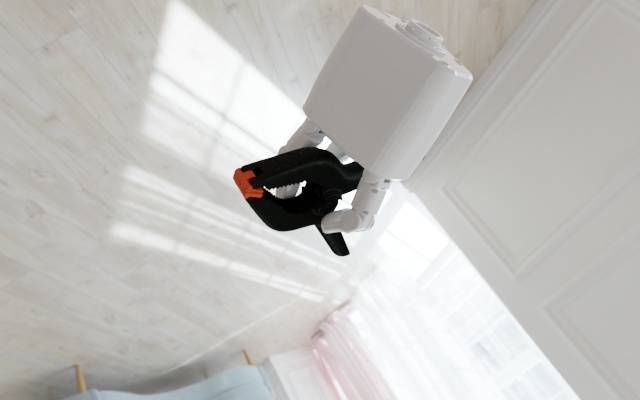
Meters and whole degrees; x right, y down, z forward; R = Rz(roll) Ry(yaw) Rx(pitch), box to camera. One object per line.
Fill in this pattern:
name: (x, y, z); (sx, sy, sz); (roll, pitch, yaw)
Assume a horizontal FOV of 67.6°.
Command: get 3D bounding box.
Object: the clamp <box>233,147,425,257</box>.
clamp: (0.000, 0.002, 0.485); (0.210, 0.165, 0.036); (0, 40, -42)
